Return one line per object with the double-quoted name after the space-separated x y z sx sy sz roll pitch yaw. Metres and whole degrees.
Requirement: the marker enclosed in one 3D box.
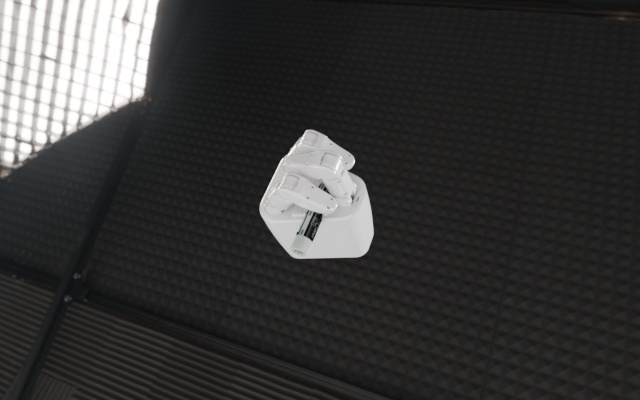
0.000 0.002 0.497 0.020 0.121 0.020 19 -25 9 "marker"
